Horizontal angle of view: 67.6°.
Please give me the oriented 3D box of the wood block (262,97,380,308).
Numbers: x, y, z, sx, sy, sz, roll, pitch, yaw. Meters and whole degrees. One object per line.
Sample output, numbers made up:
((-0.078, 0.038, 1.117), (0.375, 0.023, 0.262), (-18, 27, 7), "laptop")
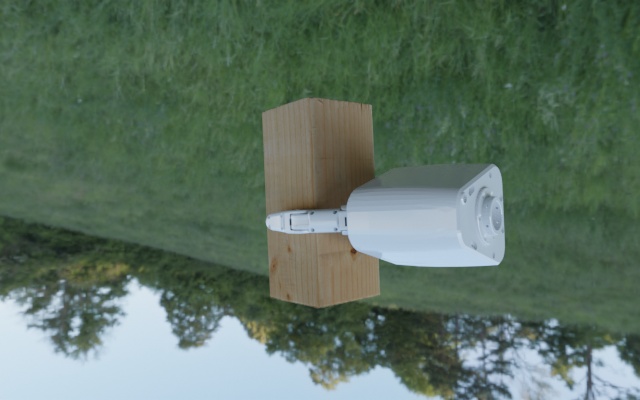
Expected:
((0.000, 0.002, 0.521), (0.091, 0.206, 0.090), (-2, 0, -39), "wood block")
